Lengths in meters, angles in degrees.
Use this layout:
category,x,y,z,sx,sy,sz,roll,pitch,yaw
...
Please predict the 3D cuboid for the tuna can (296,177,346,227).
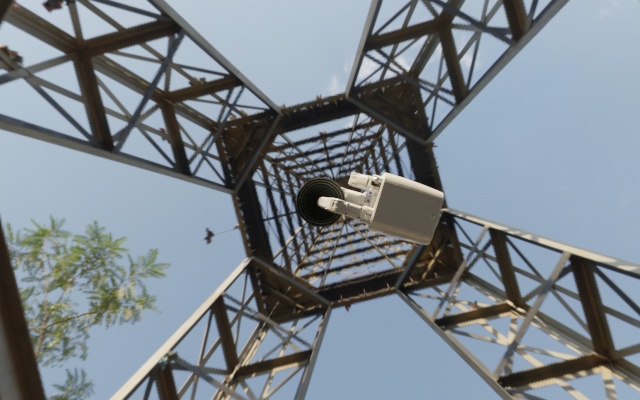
category,x,y,z,sx,sy,sz,roll,pitch,yaw
tuna can,0.000,0.003,0.839,0.086,0.086,0.034,0,2,-3
